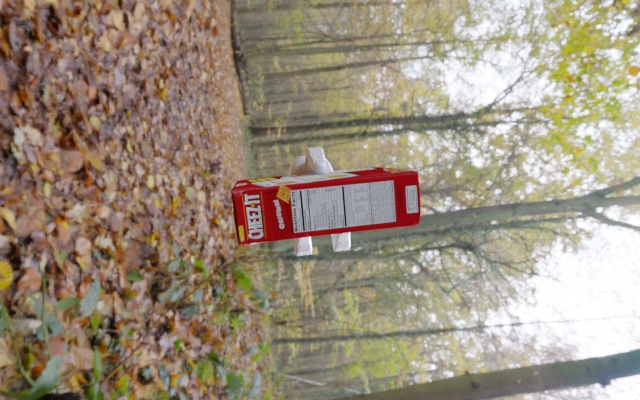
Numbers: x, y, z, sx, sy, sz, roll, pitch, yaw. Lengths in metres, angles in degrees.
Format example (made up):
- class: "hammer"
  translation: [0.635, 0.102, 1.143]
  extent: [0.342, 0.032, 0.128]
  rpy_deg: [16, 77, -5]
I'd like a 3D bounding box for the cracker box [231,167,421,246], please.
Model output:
- class: "cracker box"
  translation: [0.000, 0.002, 0.610]
  extent: [0.213, 0.072, 0.164]
  rpy_deg: [-6, 7, -7]
